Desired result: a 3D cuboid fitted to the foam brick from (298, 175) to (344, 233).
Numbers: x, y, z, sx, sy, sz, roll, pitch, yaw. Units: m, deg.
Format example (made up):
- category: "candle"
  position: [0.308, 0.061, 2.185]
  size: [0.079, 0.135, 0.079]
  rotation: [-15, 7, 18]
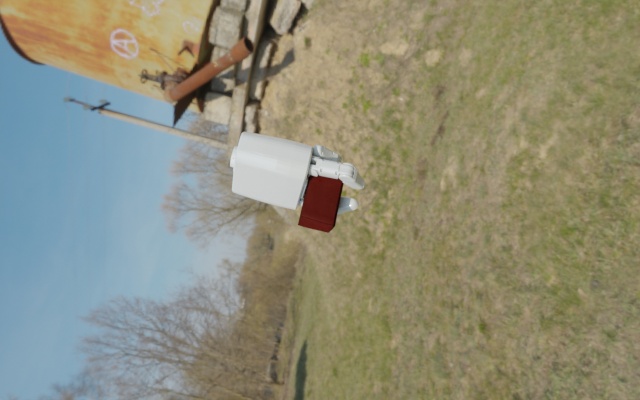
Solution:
- category: "foam brick"
  position: [0.000, 0.003, 0.716]
  size: [0.051, 0.078, 0.053]
  rotation: [14, -19, -6]
